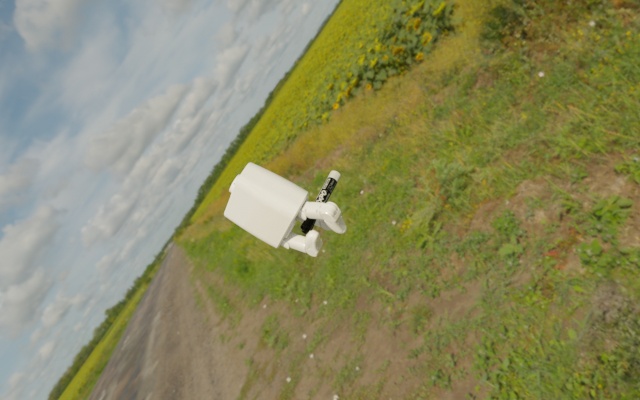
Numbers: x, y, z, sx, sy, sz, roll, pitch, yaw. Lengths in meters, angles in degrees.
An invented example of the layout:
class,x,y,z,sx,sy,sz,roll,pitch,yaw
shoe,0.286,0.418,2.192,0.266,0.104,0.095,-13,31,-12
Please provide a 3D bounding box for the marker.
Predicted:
class,x,y,z,sx,sy,sz,roll,pitch,yaw
marker,0.000,0.003,0.758,0.020,0.121,0.020,21,-30,13
